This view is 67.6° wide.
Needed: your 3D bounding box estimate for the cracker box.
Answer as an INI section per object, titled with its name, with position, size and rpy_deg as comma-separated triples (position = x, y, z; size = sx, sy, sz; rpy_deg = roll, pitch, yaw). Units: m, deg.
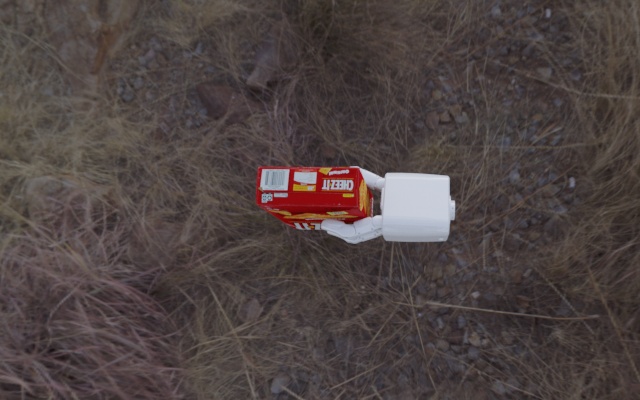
[cracker box]
position = 0.000, 0.002, 0.825
size = 0.164, 0.072, 0.214
rpy_deg = 1, -13, 12
